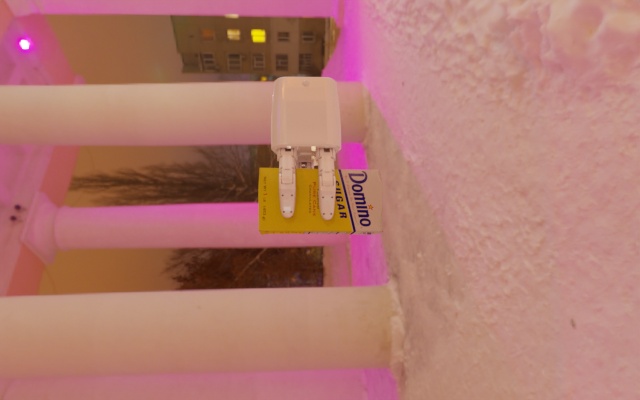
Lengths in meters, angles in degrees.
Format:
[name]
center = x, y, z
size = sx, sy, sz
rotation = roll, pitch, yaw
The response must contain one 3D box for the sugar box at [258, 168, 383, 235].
[sugar box]
center = 0.000, 0.002, 0.687
size = 0.176, 0.093, 0.048
rotation = -1, -10, -4
